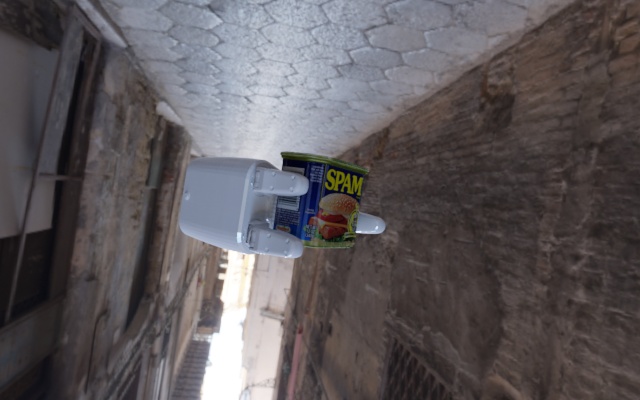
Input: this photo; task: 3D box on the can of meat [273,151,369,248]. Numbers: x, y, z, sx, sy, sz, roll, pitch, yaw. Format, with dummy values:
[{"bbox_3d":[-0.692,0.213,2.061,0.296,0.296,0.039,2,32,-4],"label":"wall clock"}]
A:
[{"bbox_3d":[0.000,0.002,0.473,0.057,0.084,0.102,9,0,33],"label":"can of meat"}]
